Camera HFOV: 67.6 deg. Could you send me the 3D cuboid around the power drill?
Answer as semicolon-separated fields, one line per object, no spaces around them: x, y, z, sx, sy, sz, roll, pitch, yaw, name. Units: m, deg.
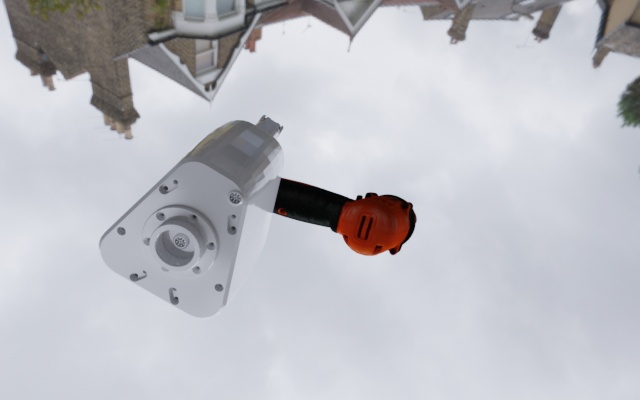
0.000;0.001;0.468;0.187;0.057;0.184;15;3;17;power drill
